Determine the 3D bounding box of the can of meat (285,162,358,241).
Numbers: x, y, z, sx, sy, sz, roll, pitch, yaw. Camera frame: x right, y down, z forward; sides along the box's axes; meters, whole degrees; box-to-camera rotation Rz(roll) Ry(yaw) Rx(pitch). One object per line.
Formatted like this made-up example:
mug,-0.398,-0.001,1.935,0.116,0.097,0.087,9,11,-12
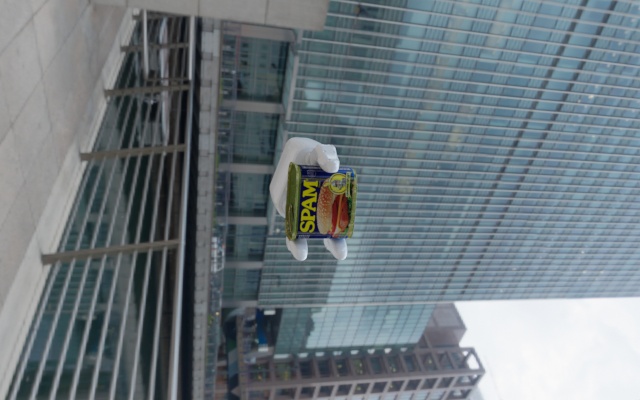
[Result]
can of meat,0.000,0.002,0.637,0.084,0.102,0.057,1,12,-15
